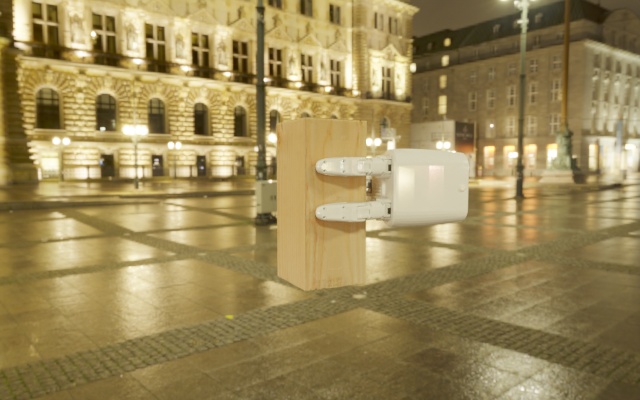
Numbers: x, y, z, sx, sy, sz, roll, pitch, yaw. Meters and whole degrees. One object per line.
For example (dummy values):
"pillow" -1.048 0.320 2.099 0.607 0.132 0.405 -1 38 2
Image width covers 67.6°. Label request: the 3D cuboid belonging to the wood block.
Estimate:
"wood block" 0.000 0.002 0.620 0.090 0.206 0.091 -2 5 -27
